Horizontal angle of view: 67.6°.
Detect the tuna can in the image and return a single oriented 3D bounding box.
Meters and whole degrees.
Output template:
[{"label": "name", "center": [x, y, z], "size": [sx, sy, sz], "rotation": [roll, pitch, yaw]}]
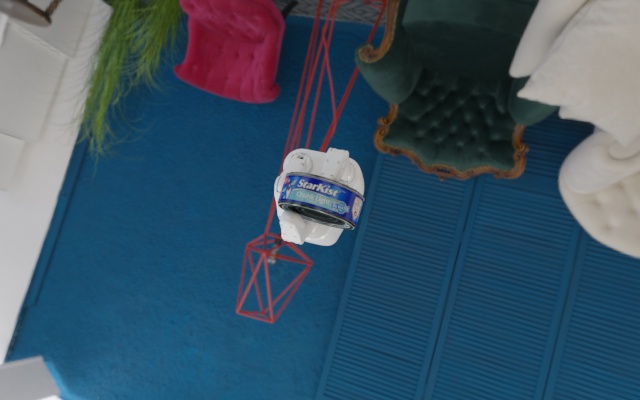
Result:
[{"label": "tuna can", "center": [0.000, 0.002, 0.493], "size": [0.086, 0.033, 0.086], "rotation": [17, -10, 3]}]
